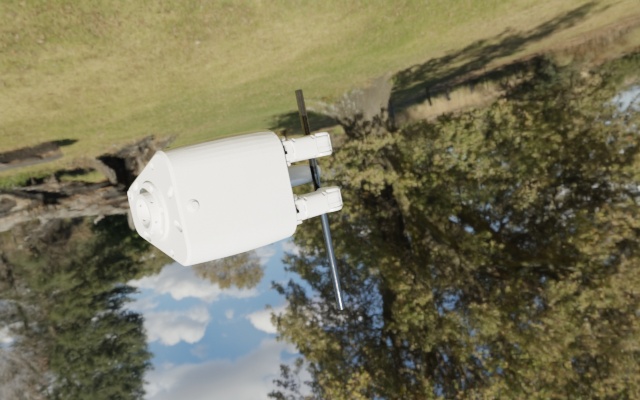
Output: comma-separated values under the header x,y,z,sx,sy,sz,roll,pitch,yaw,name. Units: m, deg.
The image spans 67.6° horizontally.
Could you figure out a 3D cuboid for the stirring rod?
x,y,z,sx,sy,sz,roll,pitch,yaw,name
0.000,0.002,0.513,0.011,0.239,0.011,-11,6,1,stirring rod
